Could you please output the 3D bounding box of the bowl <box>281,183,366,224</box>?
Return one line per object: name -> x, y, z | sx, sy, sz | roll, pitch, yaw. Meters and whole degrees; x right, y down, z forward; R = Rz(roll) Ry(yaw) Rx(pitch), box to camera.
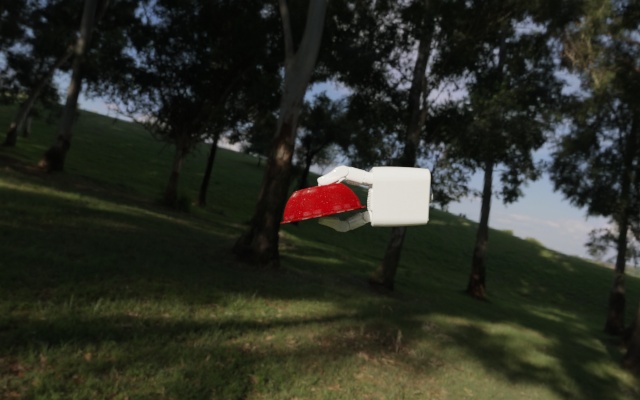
bowl -> -0.001, 0.003, 0.888 | 0.162, 0.055, 0.162 | -12, -2, 0
